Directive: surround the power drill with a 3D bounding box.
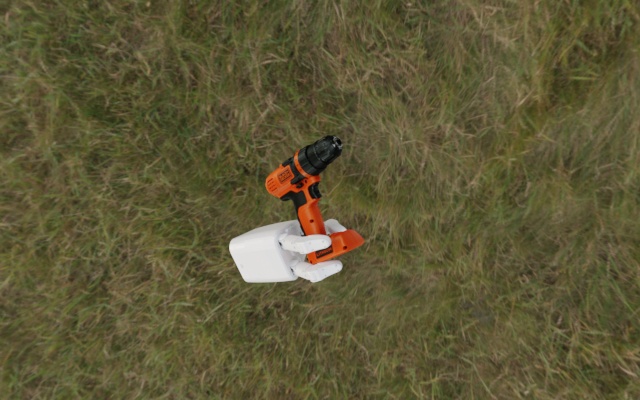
[{"bbox_3d":[0.000,0.003,0.803,0.057,0.187,0.184,-18,-9,-44],"label":"power drill"}]
